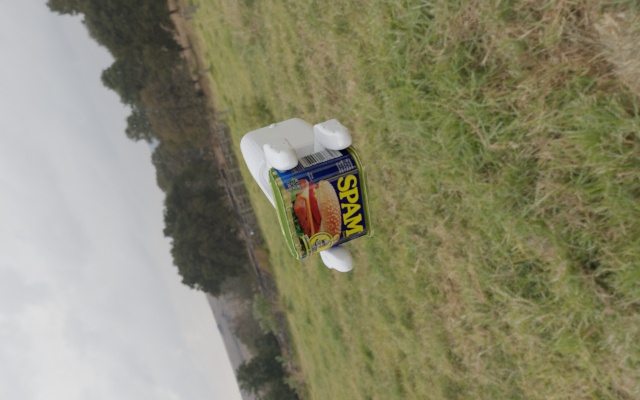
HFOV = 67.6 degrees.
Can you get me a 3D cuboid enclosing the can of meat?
[{"bbox_3d":[0.000,0.002,0.476,0.084,0.102,0.057,-19,34,-12],"label":"can of meat"}]
